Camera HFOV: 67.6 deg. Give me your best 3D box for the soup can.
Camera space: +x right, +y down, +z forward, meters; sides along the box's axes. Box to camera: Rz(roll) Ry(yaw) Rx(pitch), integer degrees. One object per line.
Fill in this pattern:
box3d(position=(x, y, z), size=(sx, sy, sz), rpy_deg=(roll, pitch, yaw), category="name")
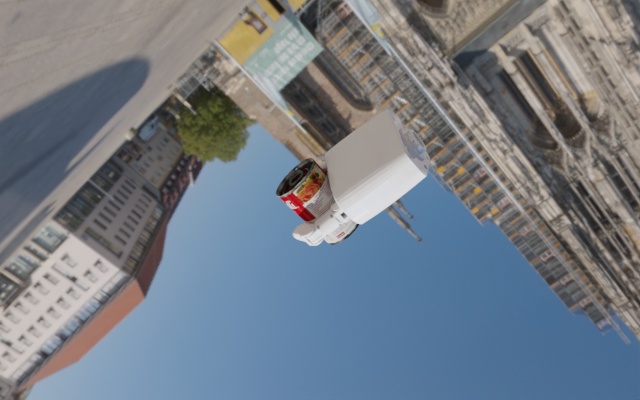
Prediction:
box3d(position=(0.000, 0.003, 0.638), size=(0.102, 0.068, 0.068), rpy_deg=(44, -19, -21), category="soup can")
